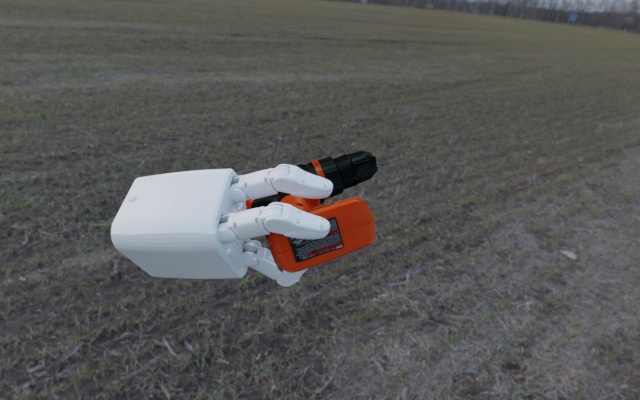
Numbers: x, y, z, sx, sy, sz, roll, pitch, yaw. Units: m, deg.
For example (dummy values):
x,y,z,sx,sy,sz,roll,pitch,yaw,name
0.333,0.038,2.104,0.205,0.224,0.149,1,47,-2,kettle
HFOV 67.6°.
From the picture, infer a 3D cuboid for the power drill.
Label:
x,y,z,sx,sy,sz,roll,pitch,yaw,name
0.000,0.002,0.548,0.184,0.057,0.187,-21,21,-4,power drill
